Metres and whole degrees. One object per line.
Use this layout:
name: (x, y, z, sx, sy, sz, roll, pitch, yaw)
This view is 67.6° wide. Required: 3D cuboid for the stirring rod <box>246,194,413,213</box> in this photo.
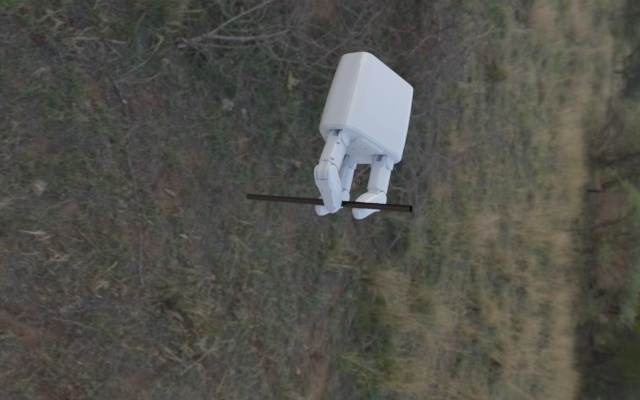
stirring rod: (0.000, 0.002, 0.592, 0.239, 0.011, 0.011, 4, 2, 34)
